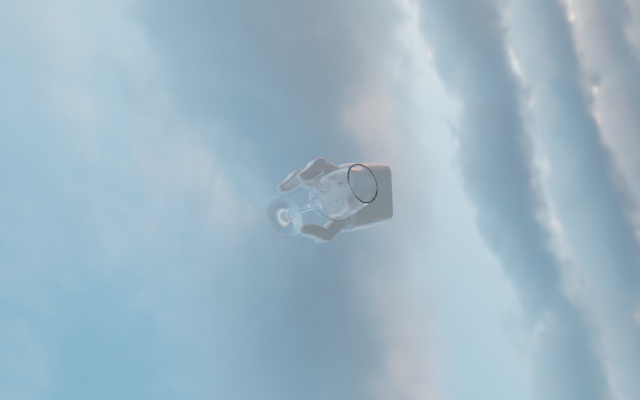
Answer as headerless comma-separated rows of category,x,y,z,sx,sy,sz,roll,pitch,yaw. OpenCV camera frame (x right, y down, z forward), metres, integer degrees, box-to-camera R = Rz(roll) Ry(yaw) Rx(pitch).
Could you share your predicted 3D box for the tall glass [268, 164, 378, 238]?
tall glass,0.000,0.003,0.774,0.079,0.079,0.201,0,-16,-41
